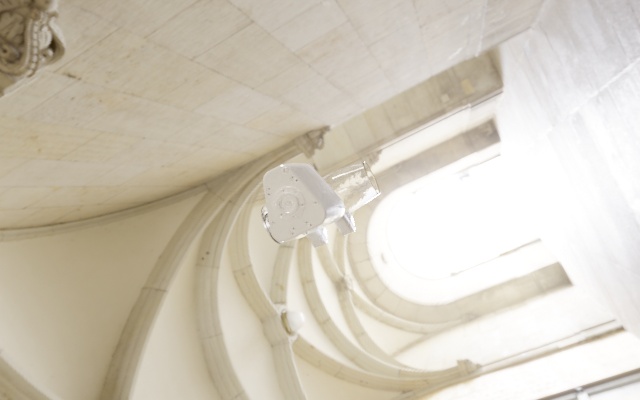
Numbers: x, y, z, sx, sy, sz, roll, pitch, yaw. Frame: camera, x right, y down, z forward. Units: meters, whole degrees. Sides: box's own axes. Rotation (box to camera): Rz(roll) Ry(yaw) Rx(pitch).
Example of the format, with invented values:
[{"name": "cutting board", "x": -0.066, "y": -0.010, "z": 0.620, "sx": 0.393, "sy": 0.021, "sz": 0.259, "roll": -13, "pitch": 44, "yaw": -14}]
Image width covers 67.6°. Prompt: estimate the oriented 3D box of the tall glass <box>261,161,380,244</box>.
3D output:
[{"name": "tall glass", "x": 0.000, "y": 0.003, "z": 0.832, "sx": 0.201, "sy": 0.079, "sz": 0.079, "roll": -26, "pitch": -7, "yaw": 15}]
